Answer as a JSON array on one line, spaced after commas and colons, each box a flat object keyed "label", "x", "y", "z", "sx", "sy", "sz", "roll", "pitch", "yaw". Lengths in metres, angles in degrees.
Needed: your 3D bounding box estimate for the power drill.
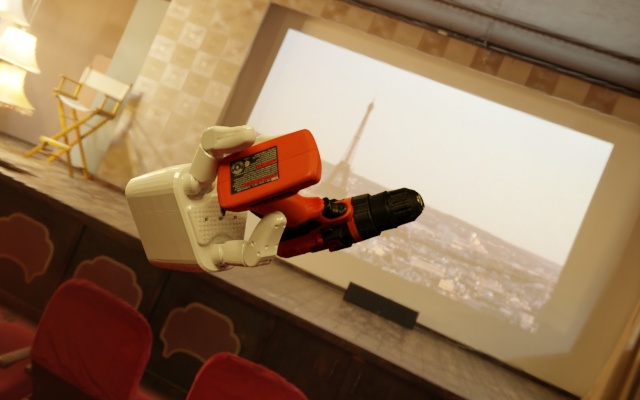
[{"label": "power drill", "x": 0.000, "y": 0.001, "z": 0.487, "sx": 0.184, "sy": 0.057, "sz": 0.188, "roll": -19, "pitch": -30, "yaw": 18}]
